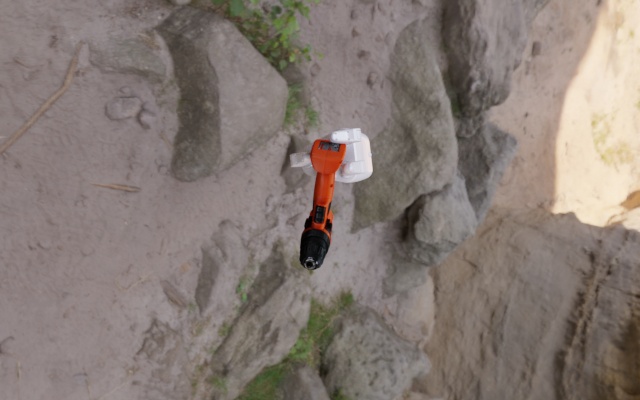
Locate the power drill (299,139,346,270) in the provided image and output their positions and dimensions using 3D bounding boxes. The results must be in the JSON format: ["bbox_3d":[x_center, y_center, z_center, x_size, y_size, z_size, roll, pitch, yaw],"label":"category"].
[{"bbox_3d":[0.000,0.002,0.805,0.057,0.188,0.184,9,24,0],"label":"power drill"}]
